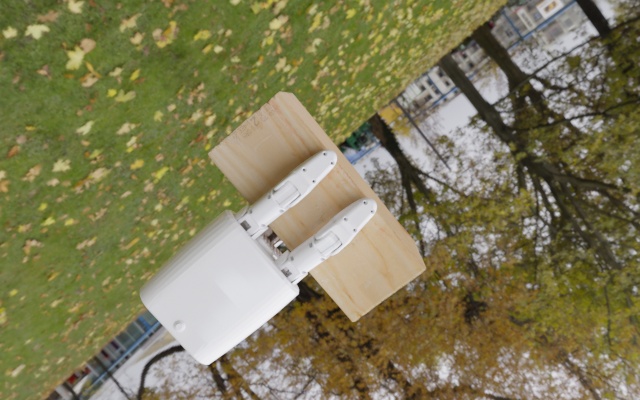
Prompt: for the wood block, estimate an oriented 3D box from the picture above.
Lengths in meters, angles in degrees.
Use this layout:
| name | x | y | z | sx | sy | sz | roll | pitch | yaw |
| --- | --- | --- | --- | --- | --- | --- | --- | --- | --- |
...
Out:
| name | x | y | z | sx | sy | sz | roll | pitch | yaw |
| --- | --- | --- | --- | --- | --- | --- | --- | --- | --- |
| wood block | 0.000 | 0.002 | 0.471 | 0.090 | 0.206 | 0.091 | -39 | 7 | 10 |
